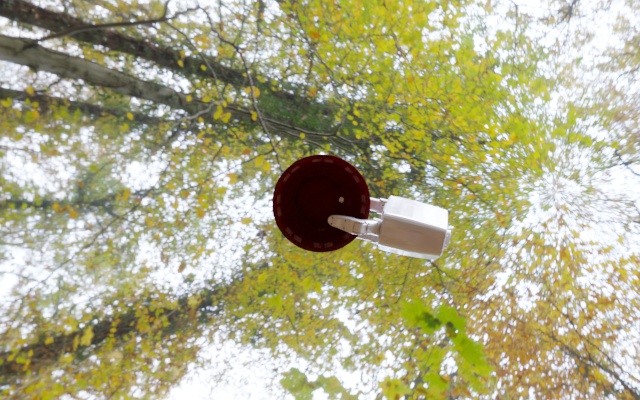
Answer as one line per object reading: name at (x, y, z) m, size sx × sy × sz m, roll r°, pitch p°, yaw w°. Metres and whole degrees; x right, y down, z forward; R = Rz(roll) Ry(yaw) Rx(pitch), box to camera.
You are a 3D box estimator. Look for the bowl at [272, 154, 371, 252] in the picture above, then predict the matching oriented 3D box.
bowl at (-0.001, 0.002, 0.801) m, size 0.162 × 0.162 × 0.055 m, roll 0°, pitch 8°, yaw -4°
